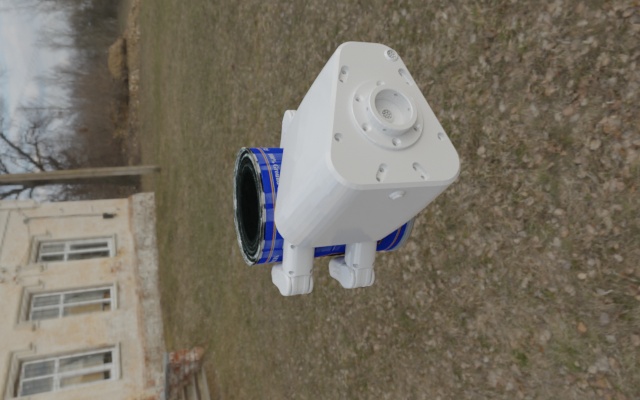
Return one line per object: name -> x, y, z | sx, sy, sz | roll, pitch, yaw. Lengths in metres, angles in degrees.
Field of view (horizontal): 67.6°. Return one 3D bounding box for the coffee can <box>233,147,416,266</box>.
coffee can -> 0.000, 0.001, 0.436 | 0.140, 0.103, 0.103 | -4, 1, -22
